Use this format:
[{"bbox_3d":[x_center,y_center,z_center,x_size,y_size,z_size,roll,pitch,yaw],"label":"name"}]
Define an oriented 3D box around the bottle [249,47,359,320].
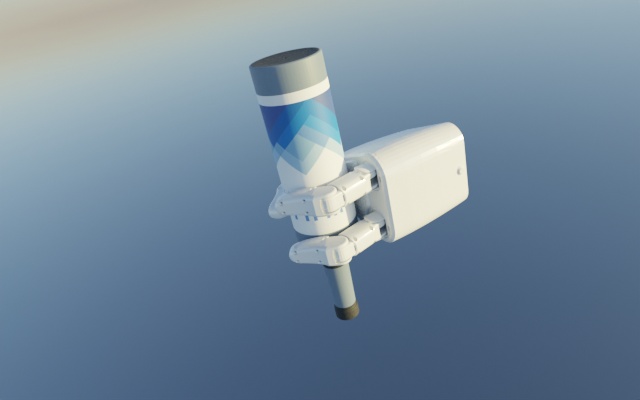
[{"bbox_3d":[0.000,0.001,0.487,0.069,0.296,0.069,-11,26,6],"label":"bottle"}]
